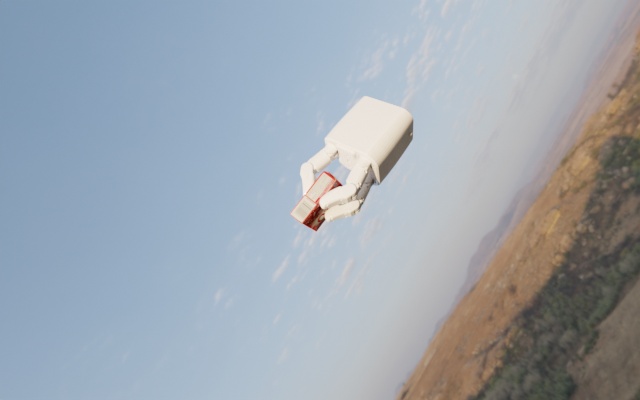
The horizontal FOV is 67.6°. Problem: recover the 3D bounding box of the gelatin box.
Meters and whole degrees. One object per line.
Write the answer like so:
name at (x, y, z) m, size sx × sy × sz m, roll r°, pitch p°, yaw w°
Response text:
gelatin box at (0.000, 0.003, 0.765) m, size 0.030 × 0.089 × 0.073 m, roll 38°, pitch 0°, yaw 22°
